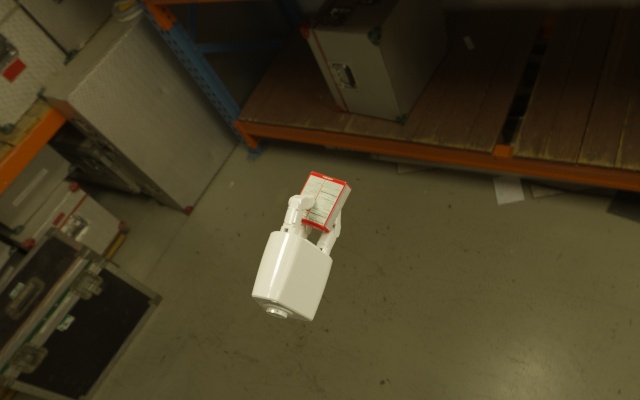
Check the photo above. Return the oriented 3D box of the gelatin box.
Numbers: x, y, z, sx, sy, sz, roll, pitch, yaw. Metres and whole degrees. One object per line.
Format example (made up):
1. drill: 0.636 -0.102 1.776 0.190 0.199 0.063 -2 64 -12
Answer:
1. gelatin box: 0.000 0.002 0.809 0.073 0.089 0.030 19 -14 32
